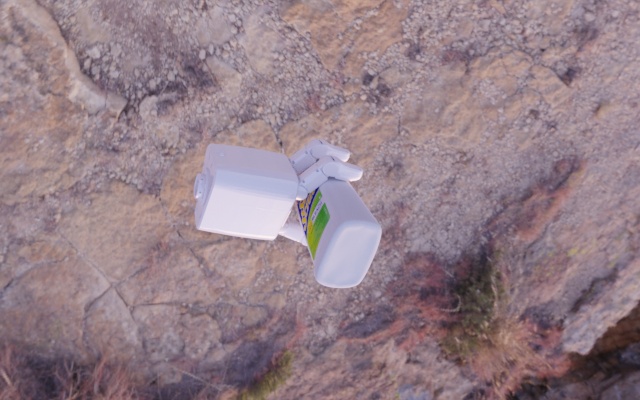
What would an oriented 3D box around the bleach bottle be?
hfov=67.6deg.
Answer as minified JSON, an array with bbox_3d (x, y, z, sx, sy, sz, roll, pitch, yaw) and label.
[{"bbox_3d":[0.000,0.002,0.661,0.068,0.103,0.250,9,27,-24],"label":"bleach bottle"}]
